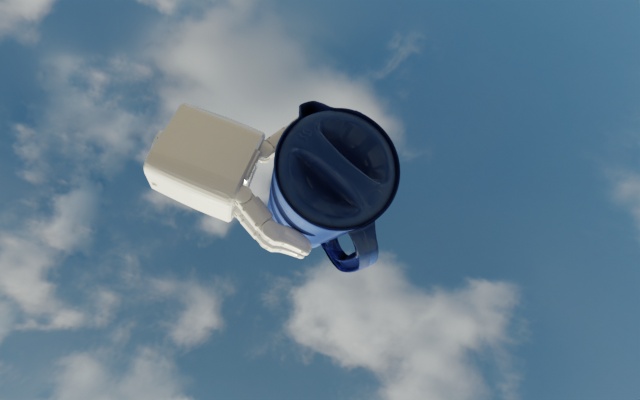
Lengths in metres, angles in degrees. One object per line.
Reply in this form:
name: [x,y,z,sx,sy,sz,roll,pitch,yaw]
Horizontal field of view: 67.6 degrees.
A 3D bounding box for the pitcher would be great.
pitcher: [0.000,0.002,0.593,0.145,0.149,0.243,24,-17,-5]
